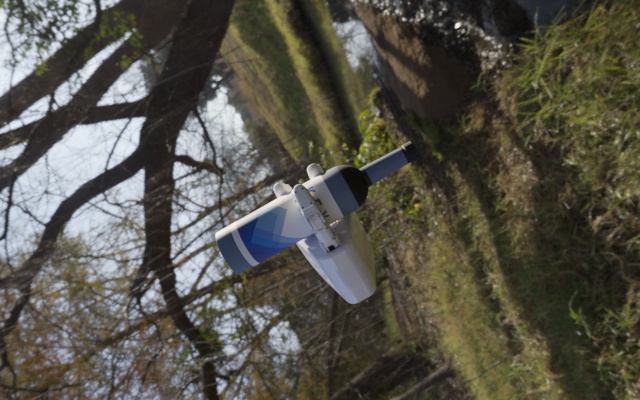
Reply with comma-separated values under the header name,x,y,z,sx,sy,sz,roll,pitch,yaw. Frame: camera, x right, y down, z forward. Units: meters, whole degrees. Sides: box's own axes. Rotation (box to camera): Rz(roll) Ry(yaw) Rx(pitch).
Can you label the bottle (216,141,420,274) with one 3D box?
name,x,y,z,sx,sy,sz,roll,pitch,yaw
bottle,0.000,0.002,0.658,0.296,0.069,0.069,-29,-2,3
